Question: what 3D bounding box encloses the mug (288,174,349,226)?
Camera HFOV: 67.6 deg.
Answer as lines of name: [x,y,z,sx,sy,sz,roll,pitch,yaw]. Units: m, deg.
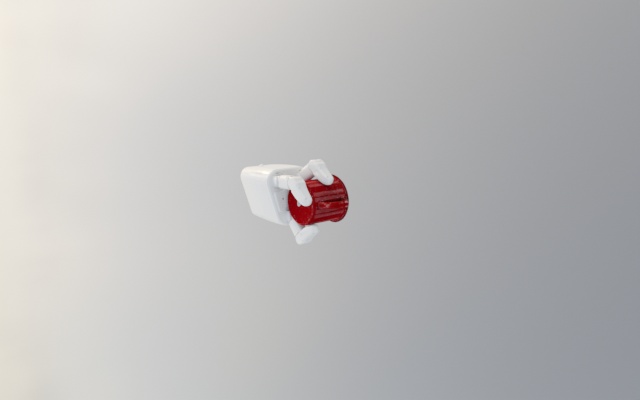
mug: [0.001,0.003,0.881,0.081,0.093,0.117,-10,15,-39]
